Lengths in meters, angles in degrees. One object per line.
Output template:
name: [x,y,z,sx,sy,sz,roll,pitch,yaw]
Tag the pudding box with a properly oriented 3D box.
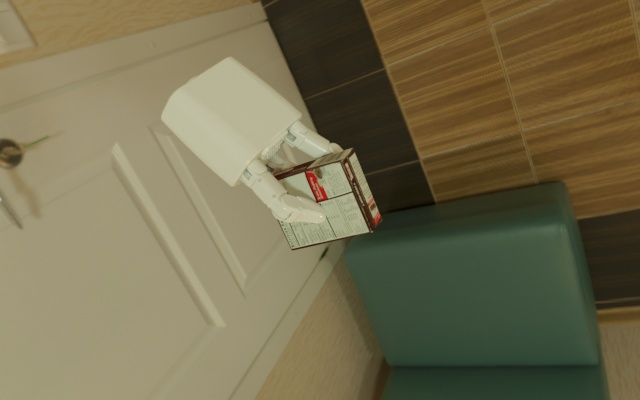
pudding box: [0.000,0.002,0.537,0.113,0.090,0.039,-15,18,32]
